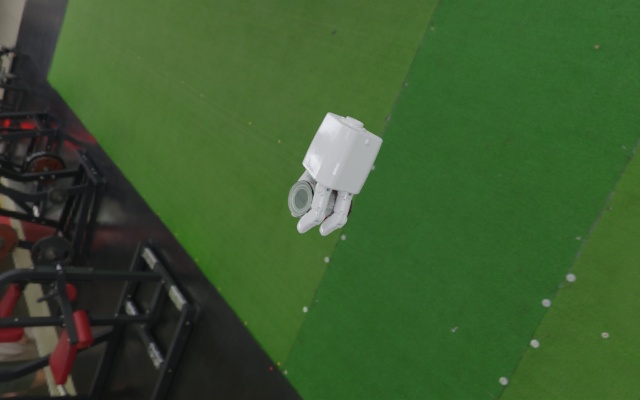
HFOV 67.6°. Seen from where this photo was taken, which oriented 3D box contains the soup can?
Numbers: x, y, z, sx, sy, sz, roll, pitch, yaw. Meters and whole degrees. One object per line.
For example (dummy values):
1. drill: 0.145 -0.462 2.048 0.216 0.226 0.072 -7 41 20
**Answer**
1. soup can: 0.000 0.003 0.876 0.102 0.068 0.068 10 -7 -43
